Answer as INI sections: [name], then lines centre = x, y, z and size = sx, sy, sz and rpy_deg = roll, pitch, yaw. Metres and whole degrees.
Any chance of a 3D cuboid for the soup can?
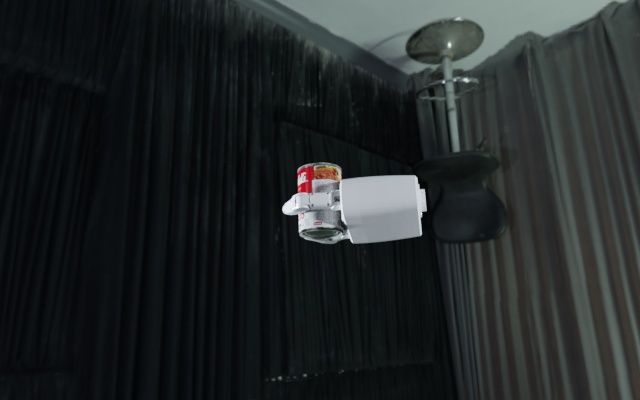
[soup can]
centre = 0.000, 0.003, 0.722
size = 0.068, 0.102, 0.068
rpy_deg = -2, -16, 0
